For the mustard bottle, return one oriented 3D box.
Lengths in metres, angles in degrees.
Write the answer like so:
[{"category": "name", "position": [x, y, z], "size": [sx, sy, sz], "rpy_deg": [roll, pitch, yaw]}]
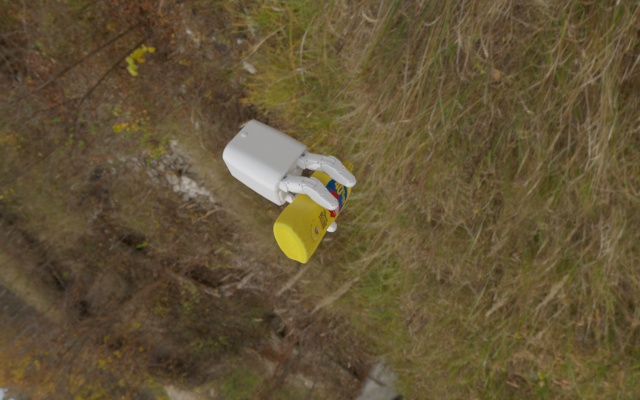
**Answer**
[{"category": "mustard bottle", "position": [0.000, 0.003, 0.780], "size": [0.058, 0.191, 0.096], "rpy_deg": [15, -37, 30]}]
